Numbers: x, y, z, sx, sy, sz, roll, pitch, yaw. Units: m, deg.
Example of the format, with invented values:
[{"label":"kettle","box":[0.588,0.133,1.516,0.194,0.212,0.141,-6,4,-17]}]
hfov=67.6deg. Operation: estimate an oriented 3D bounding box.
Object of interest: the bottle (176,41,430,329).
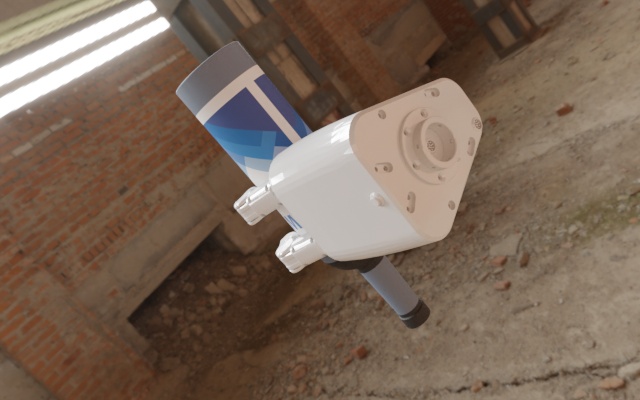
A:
[{"label":"bottle","box":[0.000,0.001,0.421,0.069,0.296,0.069,-38,12,10]}]
